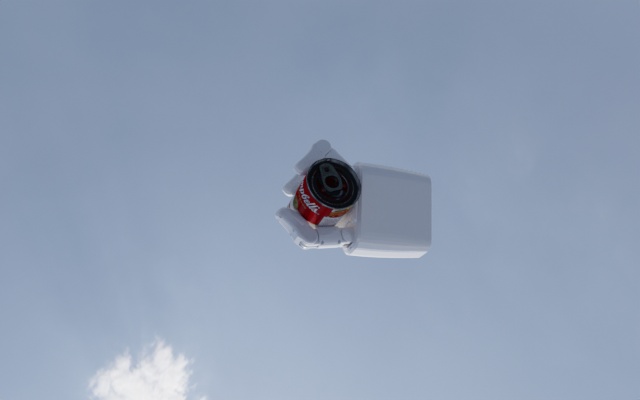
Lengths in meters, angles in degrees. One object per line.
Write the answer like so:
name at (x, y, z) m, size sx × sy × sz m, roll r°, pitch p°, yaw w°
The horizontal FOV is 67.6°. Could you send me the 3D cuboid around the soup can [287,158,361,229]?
soup can at (0.000, 0.002, 0.596) m, size 0.068 × 0.068 × 0.102 m, roll 0°, pitch -27°, yaw -21°
